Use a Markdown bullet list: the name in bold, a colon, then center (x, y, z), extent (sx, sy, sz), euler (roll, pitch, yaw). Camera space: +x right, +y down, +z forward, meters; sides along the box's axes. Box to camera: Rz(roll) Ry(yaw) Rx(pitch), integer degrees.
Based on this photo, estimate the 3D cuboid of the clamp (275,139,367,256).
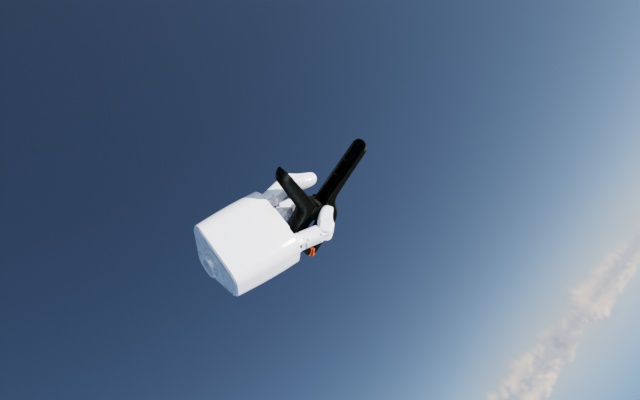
- **clamp**: center (0.000, 0.003, 0.748), extent (0.164, 0.210, 0.036), euler (-27, 52, -28)
